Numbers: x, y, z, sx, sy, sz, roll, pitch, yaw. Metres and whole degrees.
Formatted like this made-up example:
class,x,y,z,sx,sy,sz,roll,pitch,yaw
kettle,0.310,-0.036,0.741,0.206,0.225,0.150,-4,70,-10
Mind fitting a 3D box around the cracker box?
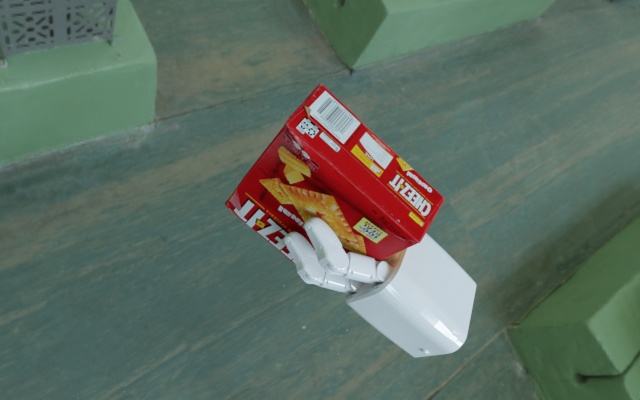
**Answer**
class,x,y,z,sx,sy,sz,roll,pitch,yaw
cracker box,0.000,0.002,0.520,0.164,0.072,0.214,42,-33,-6
